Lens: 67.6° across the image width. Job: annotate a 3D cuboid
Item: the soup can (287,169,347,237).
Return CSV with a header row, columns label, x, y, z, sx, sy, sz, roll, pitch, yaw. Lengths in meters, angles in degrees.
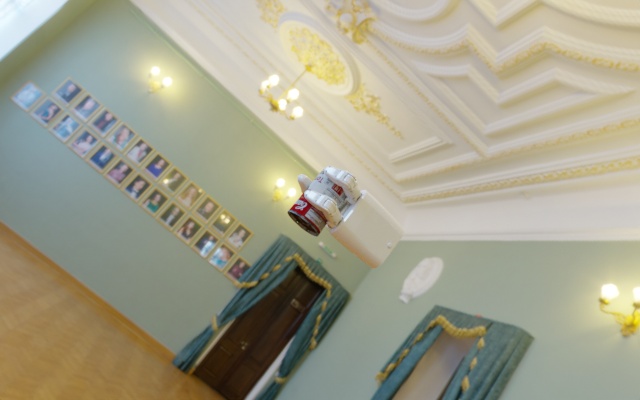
label,x,y,z,sx,sy,sz,roll,pitch,yaw
soup can,0.000,0.002,0.834,0.068,0.102,0.068,36,-15,11
